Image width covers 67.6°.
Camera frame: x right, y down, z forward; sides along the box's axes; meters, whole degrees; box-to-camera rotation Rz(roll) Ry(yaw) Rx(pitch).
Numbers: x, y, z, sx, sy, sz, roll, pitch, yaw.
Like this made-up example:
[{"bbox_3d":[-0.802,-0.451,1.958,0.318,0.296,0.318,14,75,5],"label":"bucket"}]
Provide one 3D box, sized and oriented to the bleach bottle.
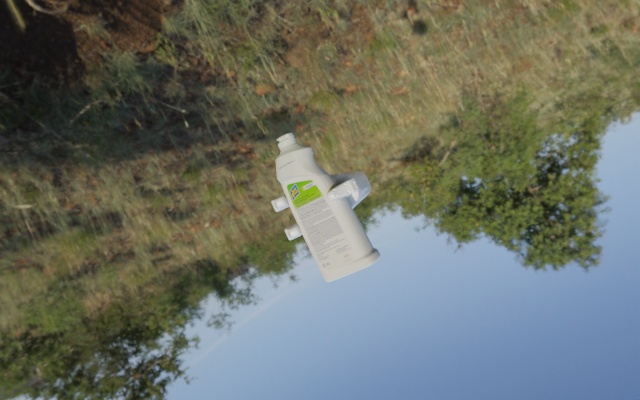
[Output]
[{"bbox_3d":[0.000,0.003,0.794,0.102,0.251,0.068,-26,-1,22],"label":"bleach bottle"}]
